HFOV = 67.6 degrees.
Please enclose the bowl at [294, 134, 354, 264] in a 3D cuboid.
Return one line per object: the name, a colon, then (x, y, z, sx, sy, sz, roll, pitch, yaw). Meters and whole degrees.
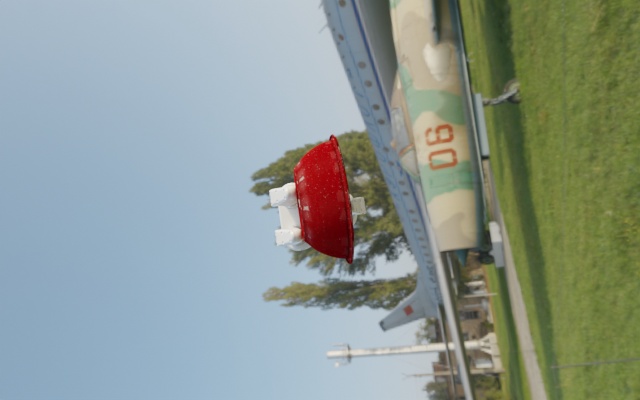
bowl: (0.000, 0.002, 0.589, 0.055, 0.162, 0.162, -8, 1, -5)
